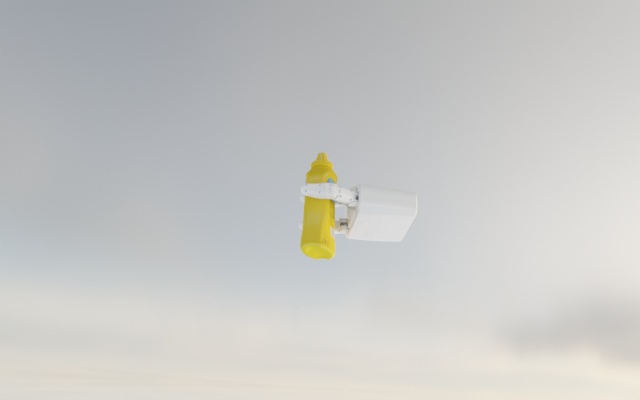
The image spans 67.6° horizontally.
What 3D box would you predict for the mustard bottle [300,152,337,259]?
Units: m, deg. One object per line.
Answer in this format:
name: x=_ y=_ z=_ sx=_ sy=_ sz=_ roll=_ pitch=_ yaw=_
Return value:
mustard bottle: x=0.000 y=0.003 z=0.854 sx=0.058 sy=0.191 sz=0.096 roll=-3 pitch=-22 yaw=14
